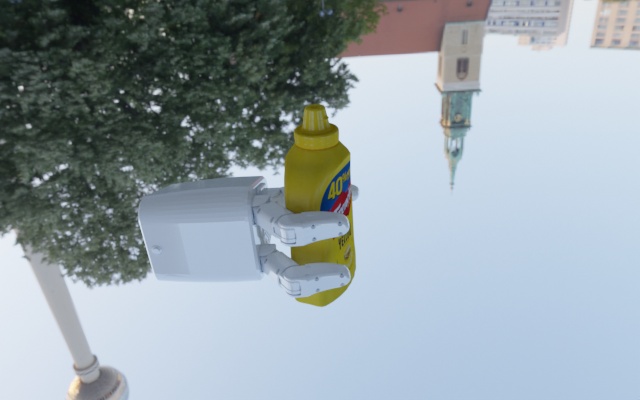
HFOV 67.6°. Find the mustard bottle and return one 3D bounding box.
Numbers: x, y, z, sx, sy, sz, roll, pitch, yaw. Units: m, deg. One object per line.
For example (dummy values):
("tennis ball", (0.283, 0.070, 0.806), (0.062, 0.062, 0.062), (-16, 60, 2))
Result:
("mustard bottle", (0.000, 0.002, 0.466), (0.058, 0.192, 0.096), (9, 31, 24))
